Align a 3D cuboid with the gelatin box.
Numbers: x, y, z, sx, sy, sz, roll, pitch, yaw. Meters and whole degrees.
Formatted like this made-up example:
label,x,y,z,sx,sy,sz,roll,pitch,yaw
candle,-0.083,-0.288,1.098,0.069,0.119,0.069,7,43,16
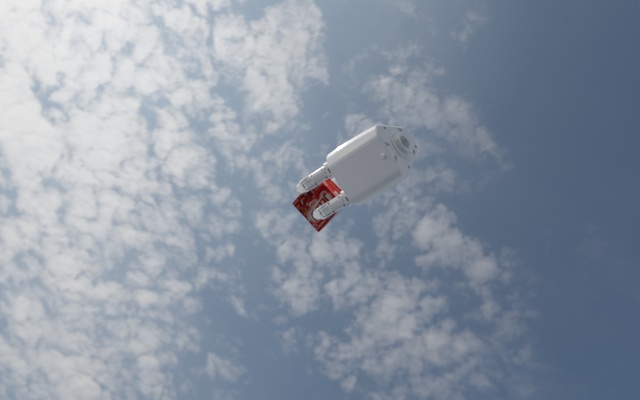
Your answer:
label,x,y,z,sx,sy,sz,roll,pitch,yaw
gelatin box,0.000,0.003,0.859,0.030,0.073,0.089,-36,-10,-50
